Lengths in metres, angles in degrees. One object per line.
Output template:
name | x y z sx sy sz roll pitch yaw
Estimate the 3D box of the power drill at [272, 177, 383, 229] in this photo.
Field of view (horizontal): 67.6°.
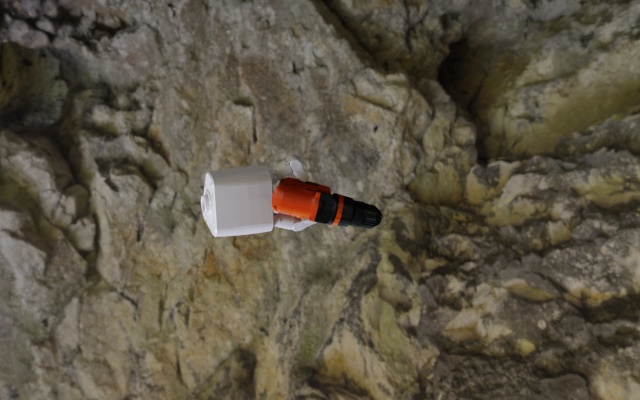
power drill | 0.000 0.003 0.840 0.184 0.057 0.187 13 3 -12
